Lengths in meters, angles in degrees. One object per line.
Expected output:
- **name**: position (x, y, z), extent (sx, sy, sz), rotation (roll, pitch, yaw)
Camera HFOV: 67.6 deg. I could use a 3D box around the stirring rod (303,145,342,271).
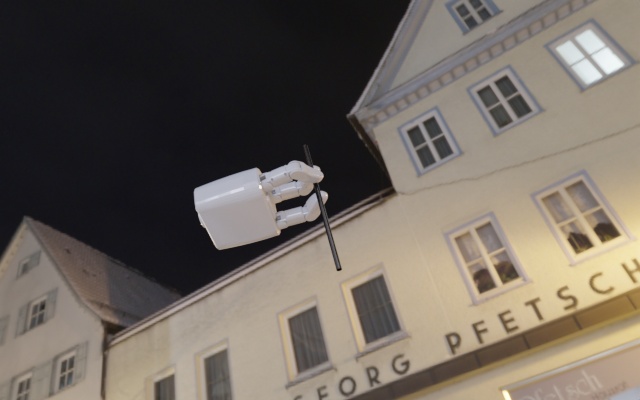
- **stirring rod**: position (0.000, 0.002, 0.731), extent (0.011, 0.239, 0.011), rotation (-10, -37, -8)
